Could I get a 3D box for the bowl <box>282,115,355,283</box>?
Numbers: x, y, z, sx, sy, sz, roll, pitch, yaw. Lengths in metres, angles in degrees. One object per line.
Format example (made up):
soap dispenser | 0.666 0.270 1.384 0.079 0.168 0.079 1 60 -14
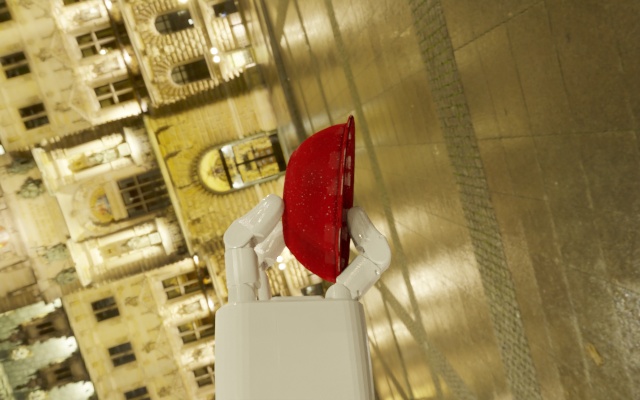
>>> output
bowl | 0.000 0.000 0.443 0.055 0.162 0.162 4 0 7
